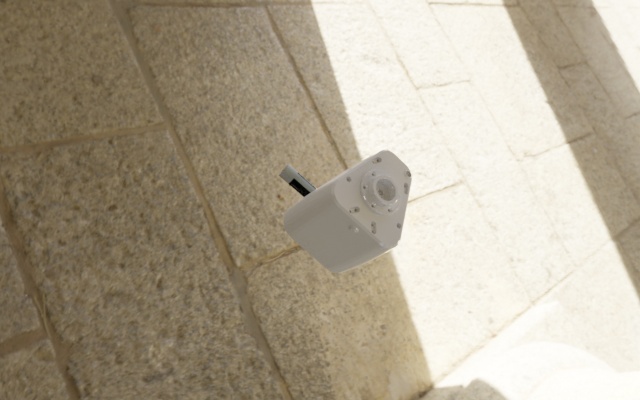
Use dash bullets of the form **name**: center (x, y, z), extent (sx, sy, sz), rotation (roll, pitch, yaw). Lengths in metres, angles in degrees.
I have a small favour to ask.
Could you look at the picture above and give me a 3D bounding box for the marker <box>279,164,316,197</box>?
- **marker**: center (0.000, 0.002, 0.586), extent (0.121, 0.020, 0.020), rotation (41, -9, -10)
